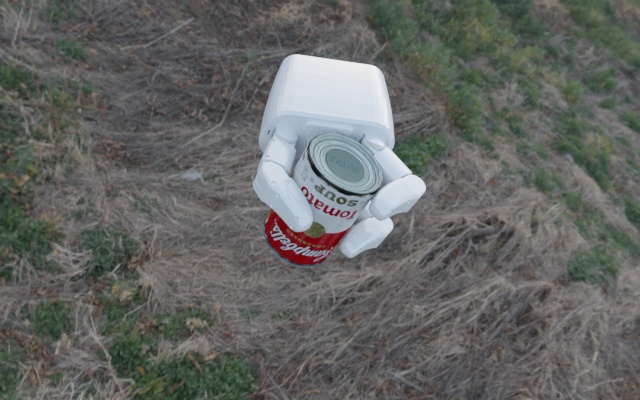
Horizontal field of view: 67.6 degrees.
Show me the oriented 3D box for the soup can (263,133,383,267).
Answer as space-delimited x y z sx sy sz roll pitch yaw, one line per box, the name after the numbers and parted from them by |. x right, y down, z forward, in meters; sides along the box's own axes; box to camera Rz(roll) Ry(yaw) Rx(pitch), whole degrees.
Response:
0.000 0.001 0.405 0.068 0.068 0.102 0 -39 -32 | soup can
